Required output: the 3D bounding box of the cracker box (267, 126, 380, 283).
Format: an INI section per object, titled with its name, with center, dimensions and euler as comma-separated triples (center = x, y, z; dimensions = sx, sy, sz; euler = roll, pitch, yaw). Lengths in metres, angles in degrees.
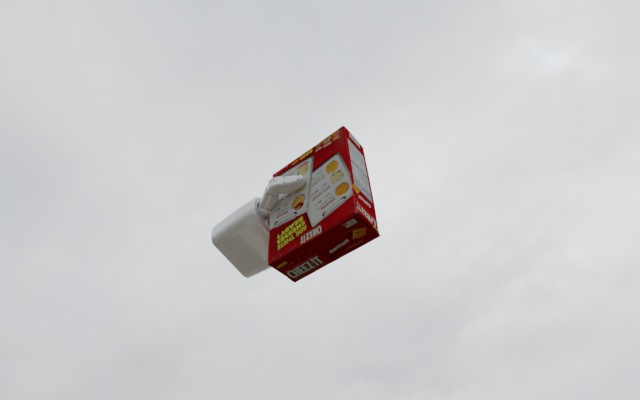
[cracker box]
center = 0.000, 0.002, 0.764
dimensions = 0.164, 0.213, 0.072
euler = -32, -53, 23
